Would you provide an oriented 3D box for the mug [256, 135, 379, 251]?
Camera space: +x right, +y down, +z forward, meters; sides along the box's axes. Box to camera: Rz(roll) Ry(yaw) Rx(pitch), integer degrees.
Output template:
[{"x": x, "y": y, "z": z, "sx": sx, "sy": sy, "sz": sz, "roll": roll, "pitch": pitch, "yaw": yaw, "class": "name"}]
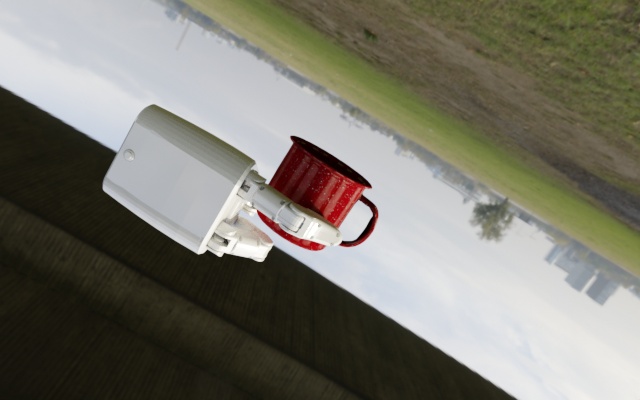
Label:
[{"x": 0.001, "y": 0.002, "z": 0.467, "sx": 0.117, "sy": 0.081, "sz": 0.093, "roll": 32, "pitch": 11, "yaw": -1, "class": "mug"}]
